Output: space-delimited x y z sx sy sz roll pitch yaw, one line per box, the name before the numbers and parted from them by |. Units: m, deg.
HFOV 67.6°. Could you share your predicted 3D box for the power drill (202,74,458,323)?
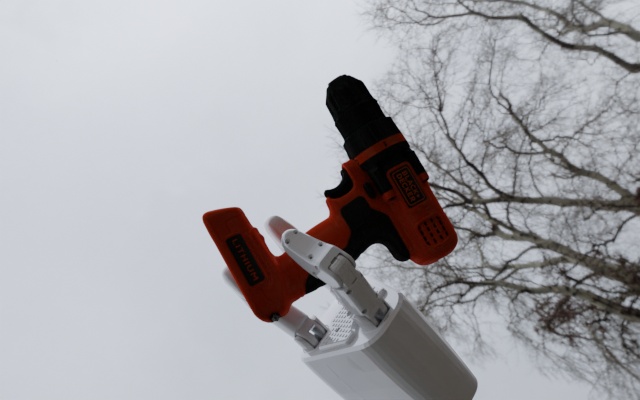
power drill | 0.000 0.002 0.408 0.187 0.184 0.057 -28 -9 -7
